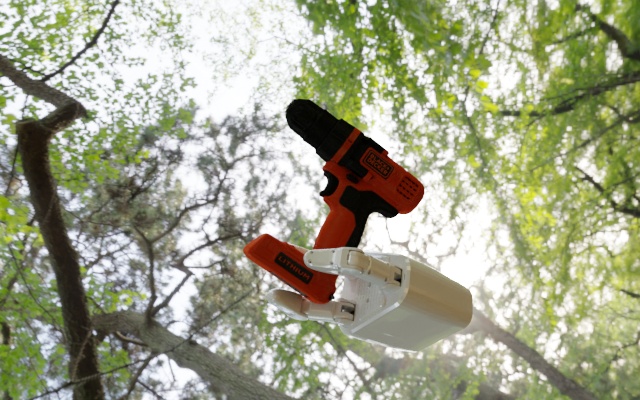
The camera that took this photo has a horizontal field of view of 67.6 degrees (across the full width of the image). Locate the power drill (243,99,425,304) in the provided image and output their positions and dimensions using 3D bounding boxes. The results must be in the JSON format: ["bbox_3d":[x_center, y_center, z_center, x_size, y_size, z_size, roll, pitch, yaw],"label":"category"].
[{"bbox_3d":[0.000,0.002,0.521,0.184,0.187,0.057,36,-13,-3],"label":"power drill"}]
